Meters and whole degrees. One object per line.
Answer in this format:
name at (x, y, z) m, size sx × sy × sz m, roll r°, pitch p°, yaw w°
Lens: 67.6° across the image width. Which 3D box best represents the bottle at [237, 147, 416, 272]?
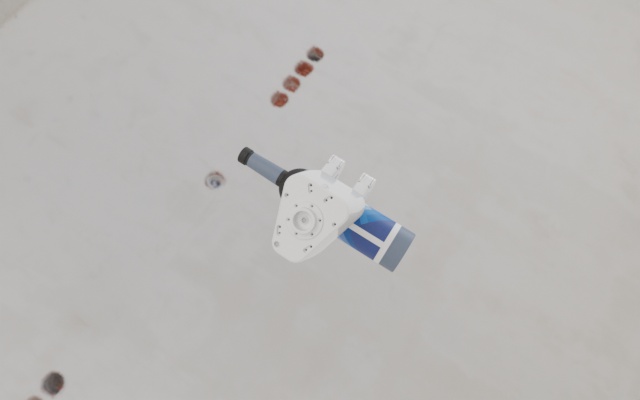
bottle at (0.000, 0.003, 0.730) m, size 0.295 × 0.069 × 0.069 m, roll 32°, pitch 6°, yaw 10°
